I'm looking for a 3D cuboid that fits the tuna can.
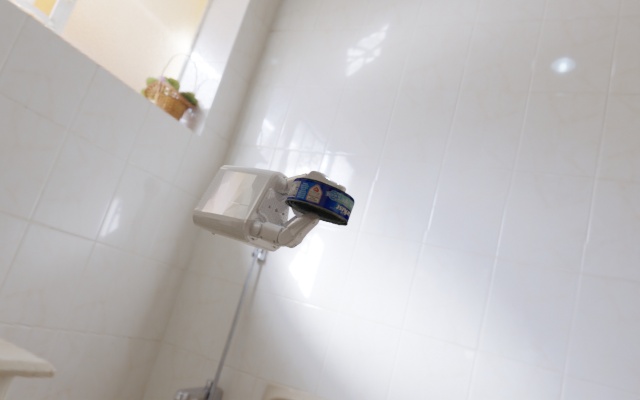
[{"bbox_3d":[0.000,0.001,0.613,0.086,0.033,0.086,20,-11,4],"label":"tuna can"}]
